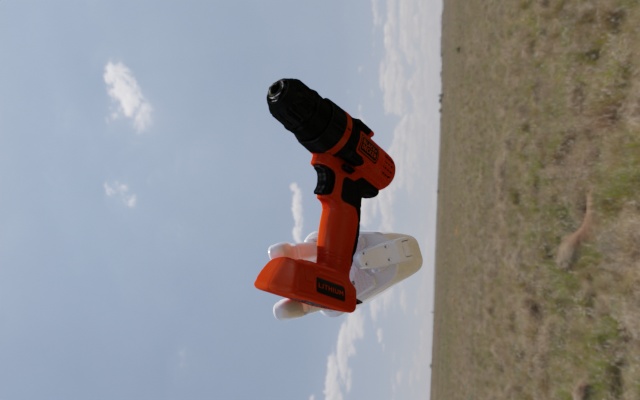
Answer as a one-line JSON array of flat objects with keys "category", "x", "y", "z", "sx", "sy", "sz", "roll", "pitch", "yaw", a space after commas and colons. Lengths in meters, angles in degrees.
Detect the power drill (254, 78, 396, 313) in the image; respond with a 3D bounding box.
[{"category": "power drill", "x": 0.000, "y": 0.002, "z": 0.451, "sx": 0.057, "sy": 0.187, "sz": 0.184, "roll": 1, "pitch": -21, "yaw": 42}]
